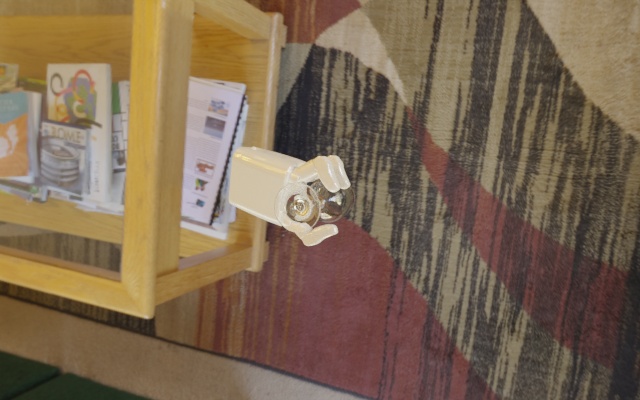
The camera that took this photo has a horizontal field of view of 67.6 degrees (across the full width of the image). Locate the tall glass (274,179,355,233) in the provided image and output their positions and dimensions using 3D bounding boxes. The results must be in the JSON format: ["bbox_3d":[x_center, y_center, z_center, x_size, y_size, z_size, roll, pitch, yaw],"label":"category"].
[{"bbox_3d":[0.000,0.003,0.792,0.079,0.079,0.201,0,4,21],"label":"tall glass"}]
